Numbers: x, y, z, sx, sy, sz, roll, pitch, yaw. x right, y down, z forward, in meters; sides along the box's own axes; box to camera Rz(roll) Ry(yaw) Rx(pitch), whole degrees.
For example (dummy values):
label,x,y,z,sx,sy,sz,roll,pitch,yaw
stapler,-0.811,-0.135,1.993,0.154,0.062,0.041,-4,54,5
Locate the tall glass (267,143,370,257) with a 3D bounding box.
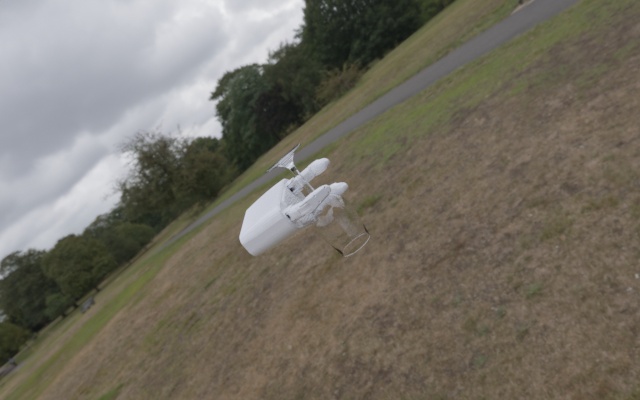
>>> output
label,x,y,z,sx,sy,sz,roll,pitch,yaw
tall glass,0.000,0.002,0.821,0.079,0.201,0.079,-39,10,8
